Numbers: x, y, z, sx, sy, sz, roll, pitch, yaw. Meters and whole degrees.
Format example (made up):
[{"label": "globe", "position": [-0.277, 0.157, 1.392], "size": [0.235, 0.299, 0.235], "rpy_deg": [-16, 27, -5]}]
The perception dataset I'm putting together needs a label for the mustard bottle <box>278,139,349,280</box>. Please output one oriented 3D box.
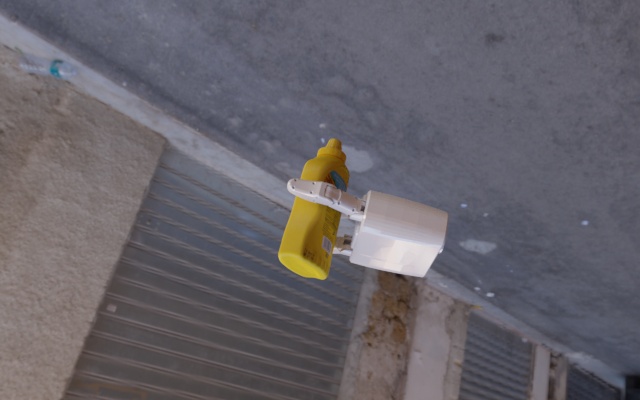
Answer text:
[{"label": "mustard bottle", "position": [0.000, 0.002, 0.643], "size": [0.058, 0.191, 0.096], "rpy_deg": [4, -24, 25]}]
